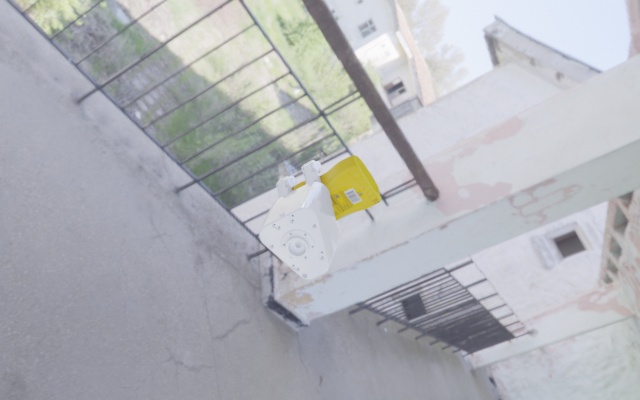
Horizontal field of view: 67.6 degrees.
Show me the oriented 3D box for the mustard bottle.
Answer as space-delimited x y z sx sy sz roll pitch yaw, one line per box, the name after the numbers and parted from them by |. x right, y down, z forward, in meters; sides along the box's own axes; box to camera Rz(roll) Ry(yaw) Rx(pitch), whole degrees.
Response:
0.000 0.002 0.818 0.191 0.058 0.096 -27 -51 17 | mustard bottle
